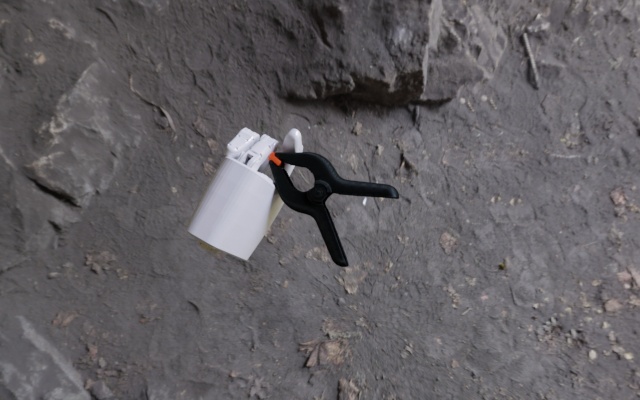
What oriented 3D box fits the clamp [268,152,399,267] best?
[{"bbox_3d":[0.000,0.002,0.611,0.171,0.120,0.039,28,-4,12],"label":"clamp"}]
